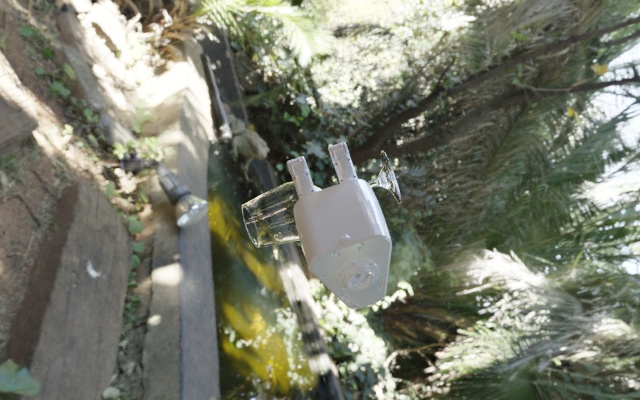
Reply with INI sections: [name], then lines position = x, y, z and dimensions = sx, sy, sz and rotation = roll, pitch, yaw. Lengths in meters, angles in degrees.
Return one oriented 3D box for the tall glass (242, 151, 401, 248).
[tall glass]
position = 0.001, 0.002, 0.636
dimensions = 0.201, 0.079, 0.079
rotation = -19, -1, 2
